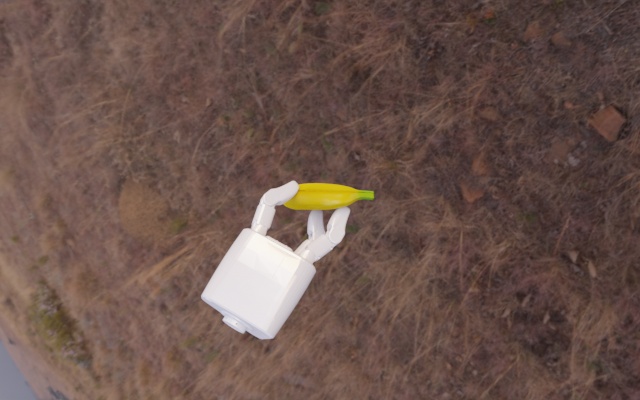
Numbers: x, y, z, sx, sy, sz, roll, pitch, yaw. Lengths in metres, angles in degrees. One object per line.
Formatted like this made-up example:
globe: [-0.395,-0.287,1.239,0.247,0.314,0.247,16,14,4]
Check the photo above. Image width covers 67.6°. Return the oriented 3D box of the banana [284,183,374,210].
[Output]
banana: [-0.012,-0.002,0.709,0.069,0.037,0.198,18,-11,-36]
